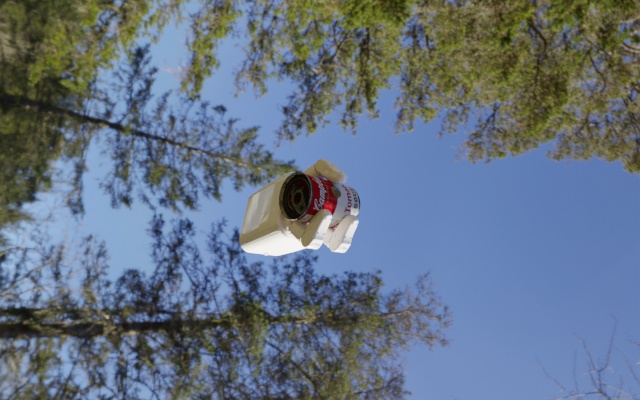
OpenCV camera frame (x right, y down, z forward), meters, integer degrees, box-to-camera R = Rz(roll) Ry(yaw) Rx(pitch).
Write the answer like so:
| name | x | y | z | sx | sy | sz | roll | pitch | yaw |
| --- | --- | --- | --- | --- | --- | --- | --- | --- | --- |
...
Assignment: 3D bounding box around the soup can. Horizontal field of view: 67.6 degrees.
| name | x | y | z | sx | sy | sz | roll | pitch | yaw |
| --- | --- | --- | --- | --- | --- | --- | --- | --- | --- |
| soup can | 0.001 | 0.002 | 0.692 | 0.102 | 0.068 | 0.068 | 13 | -9 | -43 |
